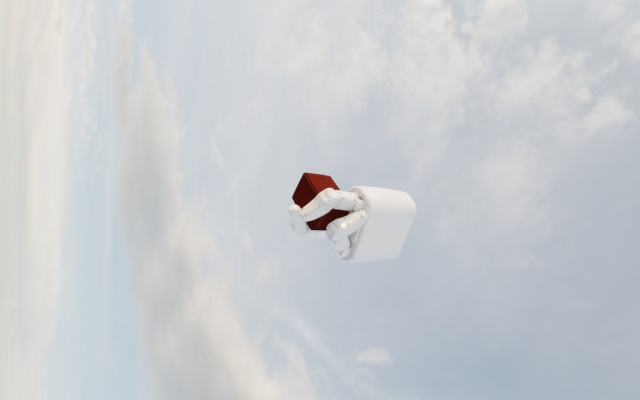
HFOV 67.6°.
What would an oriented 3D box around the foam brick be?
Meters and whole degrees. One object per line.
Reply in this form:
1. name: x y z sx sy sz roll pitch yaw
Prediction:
1. foam brick: 0.000 0.002 0.731 0.051 0.053 0.078 3 41 -37
